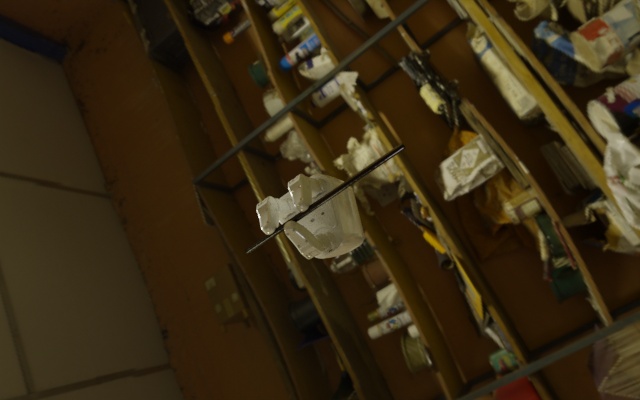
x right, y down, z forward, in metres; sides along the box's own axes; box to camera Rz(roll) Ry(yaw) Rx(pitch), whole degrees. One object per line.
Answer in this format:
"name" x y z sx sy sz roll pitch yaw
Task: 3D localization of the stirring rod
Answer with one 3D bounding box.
"stirring rod" 0.000 0.002 0.580 0.239 0.011 0.011 -34 -12 18
